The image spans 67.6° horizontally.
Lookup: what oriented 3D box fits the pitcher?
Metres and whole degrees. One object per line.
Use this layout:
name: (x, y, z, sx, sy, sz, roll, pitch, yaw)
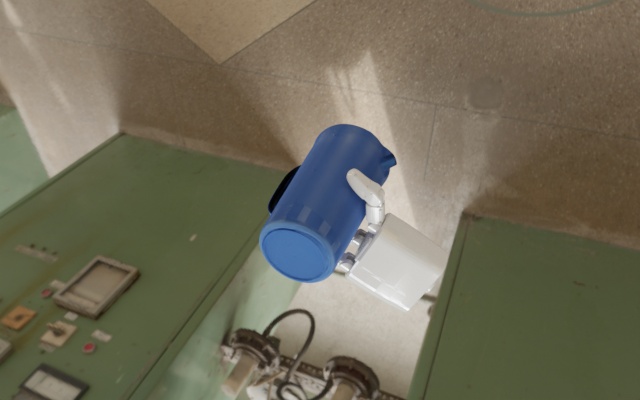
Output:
pitcher: (0.000, 0.002, 0.702, 0.145, 0.149, 0.242, 32, 43, 0)
